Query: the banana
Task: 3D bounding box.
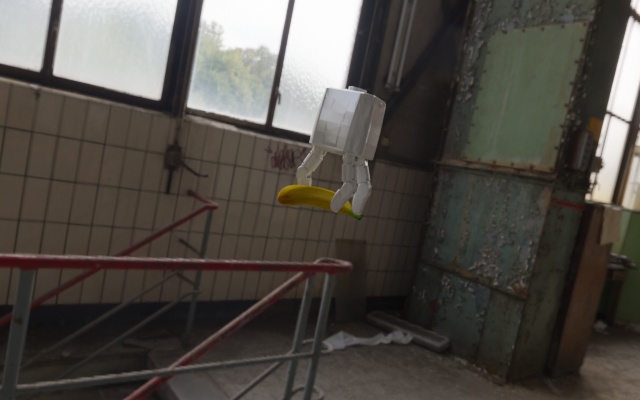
[{"bbox_3d":[-0.009,-0.003,0.840,0.198,0.037,0.069,11,11,-42],"label":"banana"}]
